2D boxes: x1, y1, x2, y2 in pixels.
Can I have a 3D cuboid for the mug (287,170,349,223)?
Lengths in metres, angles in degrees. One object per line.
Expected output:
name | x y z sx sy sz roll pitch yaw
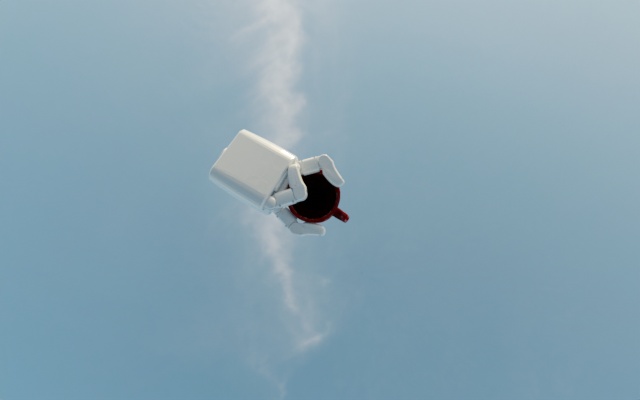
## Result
mug | 0.001 0.003 0.843 0.117 0.093 0.081 30 -5 7
